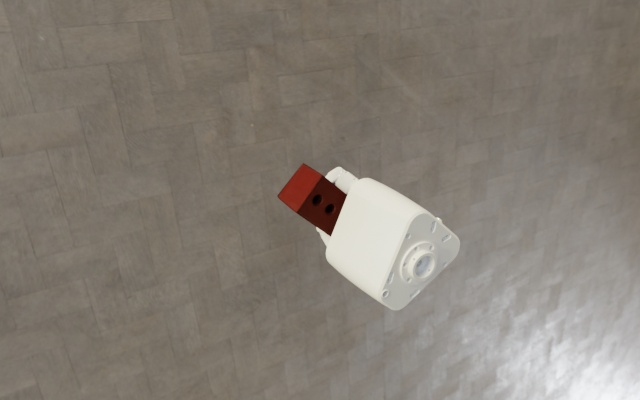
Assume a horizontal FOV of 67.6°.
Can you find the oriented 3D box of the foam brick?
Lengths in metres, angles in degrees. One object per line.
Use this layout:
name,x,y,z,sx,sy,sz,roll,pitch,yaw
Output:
foam brick,0.000,0.002,0.569,0.078,0.053,0.051,36,1,-35
